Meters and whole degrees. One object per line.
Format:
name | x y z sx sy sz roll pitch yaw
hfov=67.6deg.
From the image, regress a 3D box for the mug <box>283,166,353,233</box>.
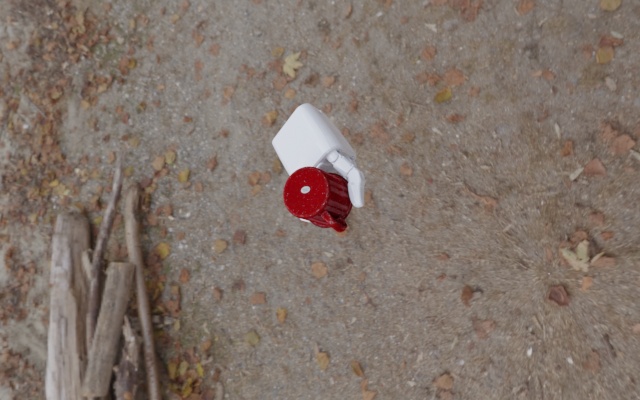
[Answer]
mug | 0.001 0.004 0.747 0.093 0.117 0.081 -40 -24 15
